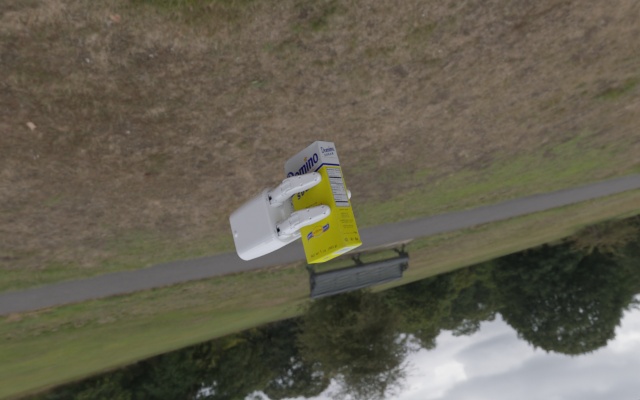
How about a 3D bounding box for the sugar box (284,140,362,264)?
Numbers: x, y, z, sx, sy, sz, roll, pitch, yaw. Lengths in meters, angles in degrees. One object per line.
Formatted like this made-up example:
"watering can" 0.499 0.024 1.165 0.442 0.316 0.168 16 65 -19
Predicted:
"sugar box" 0.000 0.003 0.762 0.048 0.176 0.093 -3 -20 -44
